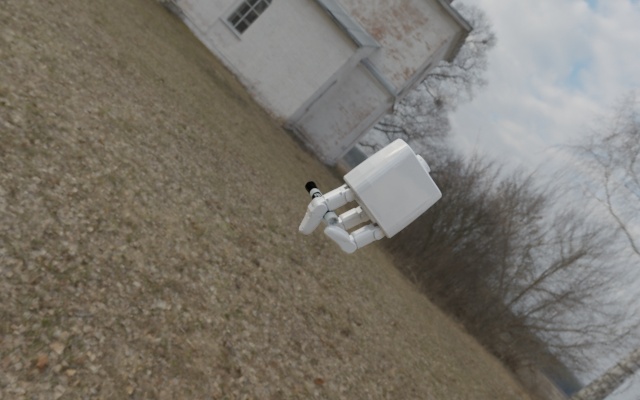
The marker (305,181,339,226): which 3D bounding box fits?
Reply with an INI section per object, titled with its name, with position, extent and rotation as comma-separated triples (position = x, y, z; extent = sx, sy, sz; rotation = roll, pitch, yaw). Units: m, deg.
[marker]
position = 0.000, 0.002, 0.753
extent = 0.020, 0.020, 0.121
rotation = 0, 29, -21
